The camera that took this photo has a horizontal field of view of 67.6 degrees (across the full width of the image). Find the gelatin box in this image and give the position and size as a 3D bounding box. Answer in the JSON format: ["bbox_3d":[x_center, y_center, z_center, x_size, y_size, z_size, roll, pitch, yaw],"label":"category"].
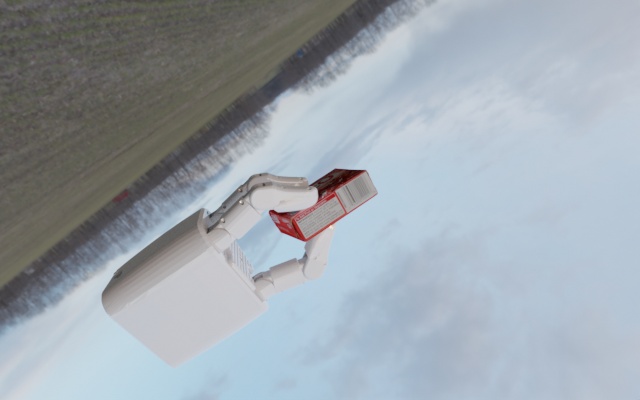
[{"bbox_3d":[0.001,0.002,0.466,0.089,0.030,0.073,-33,15,-16],"label":"gelatin box"}]
